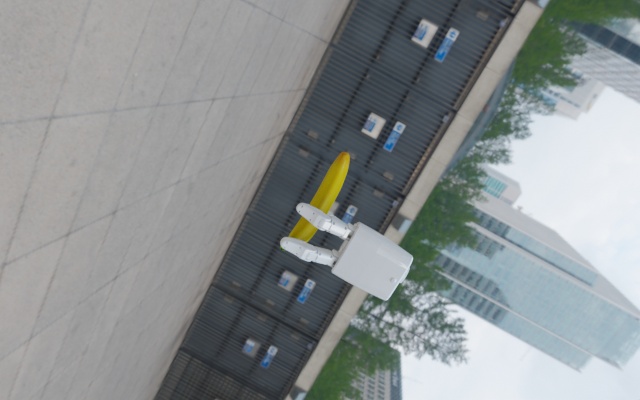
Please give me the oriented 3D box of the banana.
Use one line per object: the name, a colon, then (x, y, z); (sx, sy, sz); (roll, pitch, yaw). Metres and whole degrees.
banana: (-0.001, 0.008, 0.828); (0.037, 0.198, 0.069); (31, -6, 5)
